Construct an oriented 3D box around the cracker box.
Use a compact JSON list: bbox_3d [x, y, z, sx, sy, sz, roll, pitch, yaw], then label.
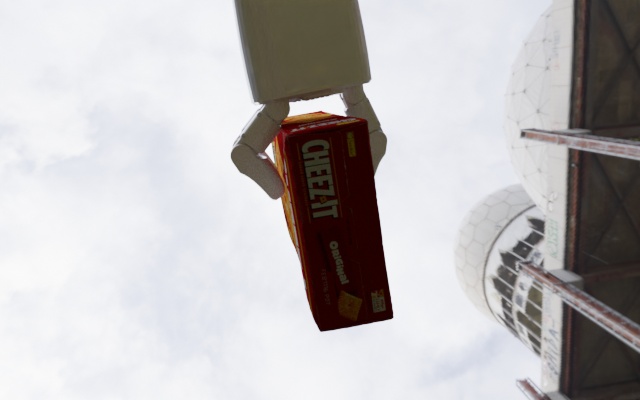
[{"bbox_3d":[0.000,0.001,0.464,0.072,0.164,0.213,-11,14,-5],"label":"cracker box"}]
